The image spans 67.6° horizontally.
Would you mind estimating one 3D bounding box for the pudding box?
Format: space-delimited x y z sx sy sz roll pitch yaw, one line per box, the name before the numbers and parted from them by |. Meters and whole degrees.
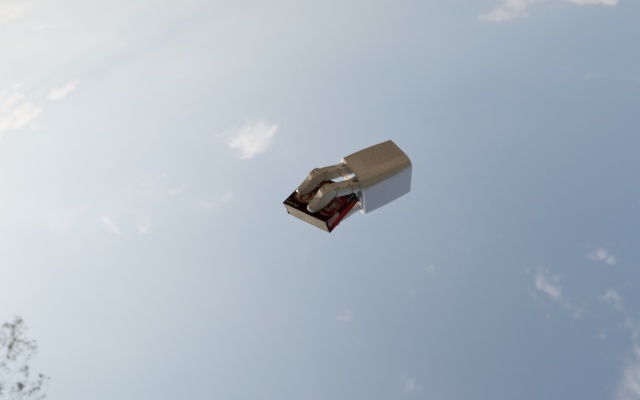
pudding box | 0.000 0.003 0.899 0.113 0.039 0.090 21 56 38
